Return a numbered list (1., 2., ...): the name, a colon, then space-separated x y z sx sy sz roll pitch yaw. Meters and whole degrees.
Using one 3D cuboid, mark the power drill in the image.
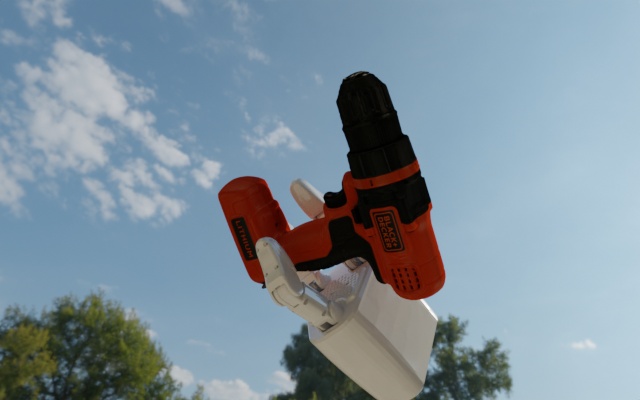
1. power drill: 0.000 0.002 0.409 0.187 0.184 0.057 -10 14 37
